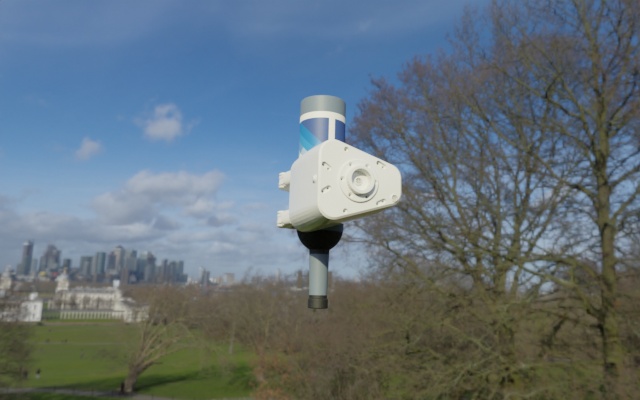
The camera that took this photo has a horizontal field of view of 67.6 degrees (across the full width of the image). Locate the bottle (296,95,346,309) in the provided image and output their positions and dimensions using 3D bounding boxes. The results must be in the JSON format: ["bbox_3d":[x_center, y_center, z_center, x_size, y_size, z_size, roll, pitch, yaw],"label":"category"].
[{"bbox_3d":[0.000,0.002,0.677,0.069,0.295,0.069,1,-10,0],"label":"bottle"}]
